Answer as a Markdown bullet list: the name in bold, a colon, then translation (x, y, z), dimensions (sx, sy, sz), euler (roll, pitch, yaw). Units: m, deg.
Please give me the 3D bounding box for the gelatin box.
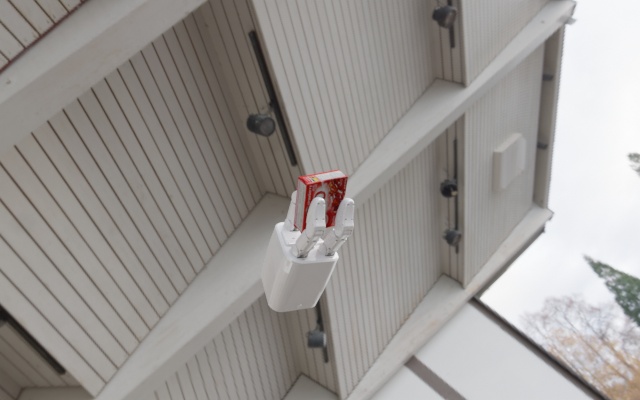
- **gelatin box**: translation (0.000, 0.002, 0.726), dimensions (0.073, 0.089, 0.030), euler (-12, 34, -30)
